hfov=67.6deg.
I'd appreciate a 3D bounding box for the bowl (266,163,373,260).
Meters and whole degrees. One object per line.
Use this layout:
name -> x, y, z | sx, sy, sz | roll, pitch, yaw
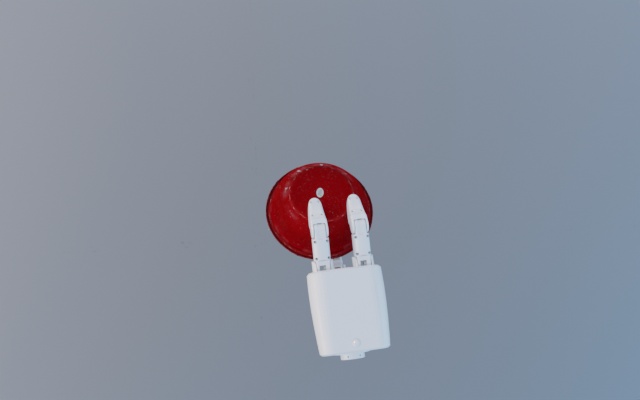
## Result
bowl -> 0.000, 0.001, 0.697 | 0.162, 0.162, 0.055 | 0, -28, -3
